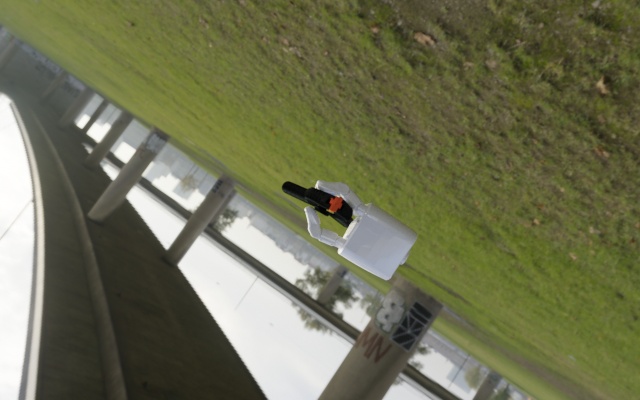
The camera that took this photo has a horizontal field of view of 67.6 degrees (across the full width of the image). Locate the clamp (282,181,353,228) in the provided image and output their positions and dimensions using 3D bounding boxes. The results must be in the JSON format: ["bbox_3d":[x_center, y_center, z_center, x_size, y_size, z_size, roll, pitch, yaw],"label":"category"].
[{"bbox_3d":[0.000,0.004,0.892,0.164,0.036,0.210,28,-5,-1],"label":"clamp"}]
